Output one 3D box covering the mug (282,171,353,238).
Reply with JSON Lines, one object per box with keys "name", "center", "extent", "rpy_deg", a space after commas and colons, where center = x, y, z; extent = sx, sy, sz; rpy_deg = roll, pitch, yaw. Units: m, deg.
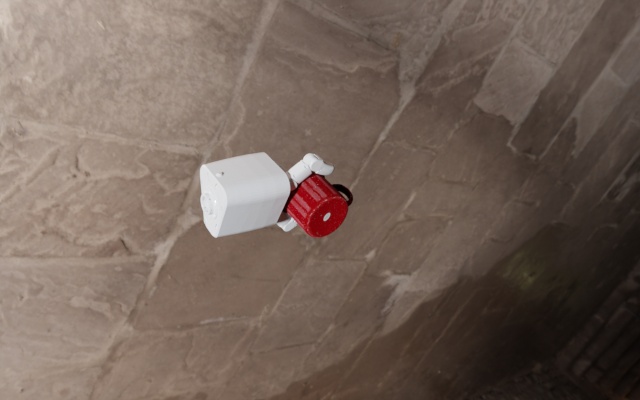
{"name": "mug", "center": [0.001, 0.002, 0.767], "extent": [0.117, 0.093, 0.081], "rpy_deg": [-15, 42, -31]}
